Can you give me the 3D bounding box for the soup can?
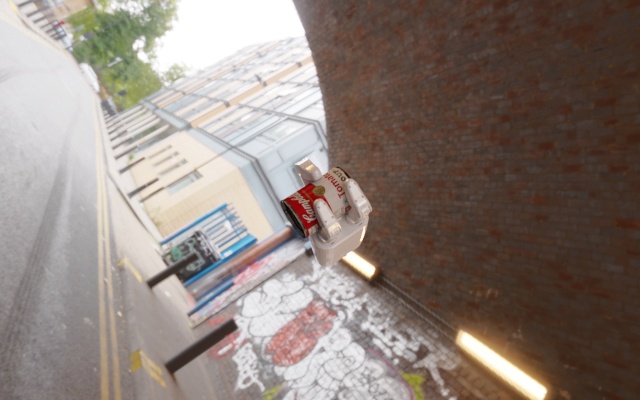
[{"bbox_3d":[0.000,0.002,0.721,0.102,0.068,0.068,-33,9,-14],"label":"soup can"}]
